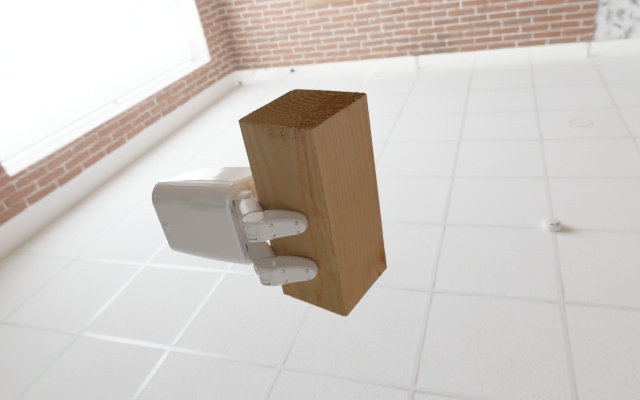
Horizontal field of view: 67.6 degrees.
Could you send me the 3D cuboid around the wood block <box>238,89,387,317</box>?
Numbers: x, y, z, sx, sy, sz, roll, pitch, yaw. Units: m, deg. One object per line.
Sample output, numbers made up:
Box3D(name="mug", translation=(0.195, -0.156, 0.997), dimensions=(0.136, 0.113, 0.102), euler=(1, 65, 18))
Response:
Box3D(name="wood block", translation=(0.000, 0.001, 0.486), dimensions=(0.090, 0.206, 0.090), euler=(12, 37, 34))
